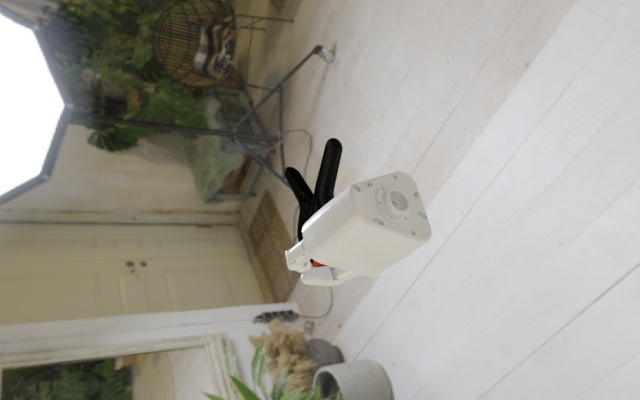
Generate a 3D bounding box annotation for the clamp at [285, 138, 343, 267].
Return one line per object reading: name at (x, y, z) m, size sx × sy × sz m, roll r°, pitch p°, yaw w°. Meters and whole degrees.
clamp at (0.000, 0.002, 0.650) m, size 0.039 × 0.171 × 0.120 m, roll 3°, pitch -29°, yaw -33°
